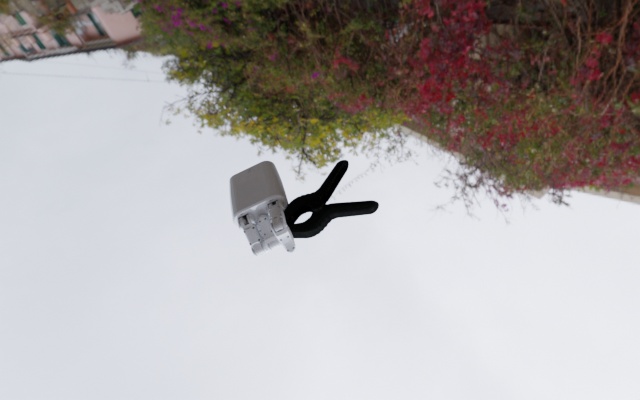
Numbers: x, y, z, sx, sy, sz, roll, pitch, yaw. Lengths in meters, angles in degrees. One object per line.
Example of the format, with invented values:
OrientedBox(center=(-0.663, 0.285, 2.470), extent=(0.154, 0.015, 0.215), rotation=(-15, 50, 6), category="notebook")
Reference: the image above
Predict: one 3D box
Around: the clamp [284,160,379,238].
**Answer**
OrientedBox(center=(0.000, 0.003, 0.793), extent=(0.171, 0.120, 0.039), rotation=(-23, -43, 3), category="clamp")
